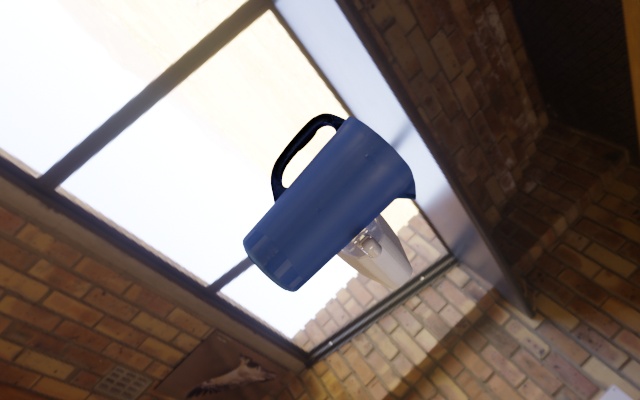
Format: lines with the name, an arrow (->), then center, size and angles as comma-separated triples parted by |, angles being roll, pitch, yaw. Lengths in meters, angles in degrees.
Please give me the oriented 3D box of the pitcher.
pitcher -> 0.000, 0.002, 0.678 | 0.145, 0.243, 0.149 | 45, -1, -34
